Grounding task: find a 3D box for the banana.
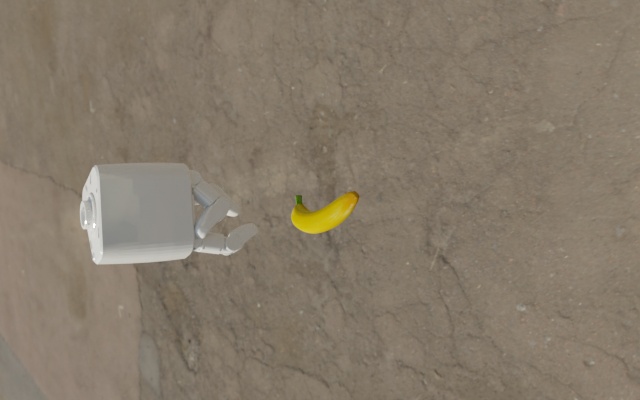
[{"bbox_3d":[-0.003,0.021,0.800,0.037,0.069,0.198,6,-4,-32],"label":"banana"}]
